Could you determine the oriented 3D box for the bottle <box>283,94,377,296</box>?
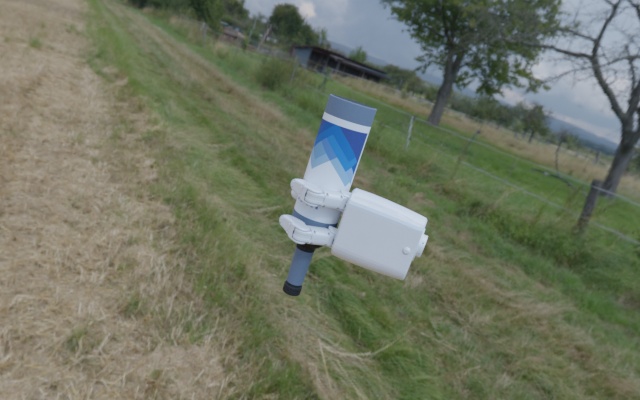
[{"bbox_3d":[0.000,0.002,0.679,0.069,0.296,0.069,17,15,-5],"label":"bottle"}]
